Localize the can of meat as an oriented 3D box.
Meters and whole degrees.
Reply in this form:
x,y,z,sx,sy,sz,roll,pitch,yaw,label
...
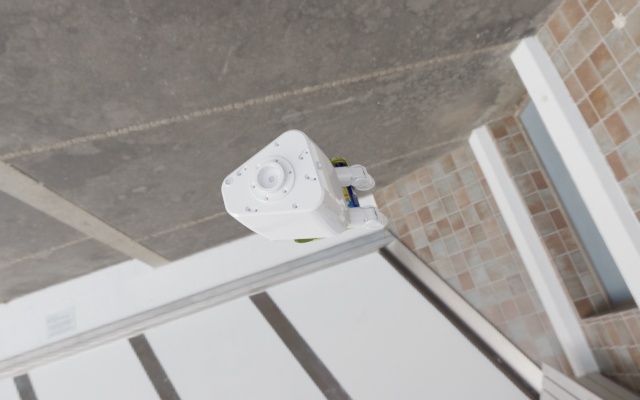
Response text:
x,y,z,sx,sy,sz,roll,pitch,yaw,label
0.000,0.002,0.632,0.102,0.084,0.057,-20,-20,6,can of meat
